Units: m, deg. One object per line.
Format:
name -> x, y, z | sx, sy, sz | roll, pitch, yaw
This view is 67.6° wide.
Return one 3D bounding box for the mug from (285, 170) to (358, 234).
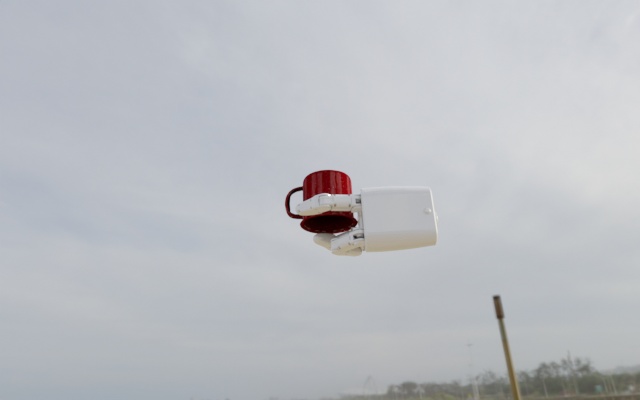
mug -> -0.001, 0.002, 0.782 | 0.117, 0.081, 0.093 | -3, -23, 1
